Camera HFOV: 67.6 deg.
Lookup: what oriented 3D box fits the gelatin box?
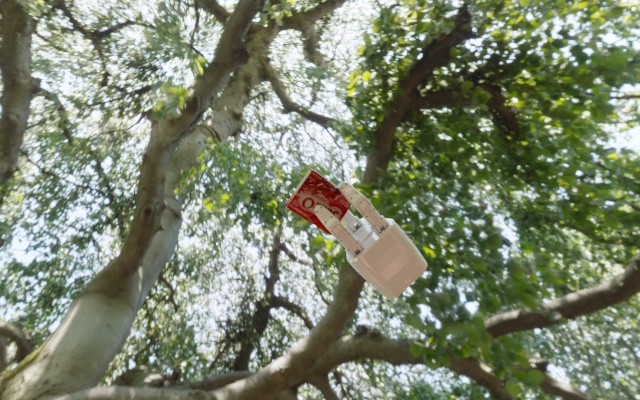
[{"bbox_3d":[0.000,0.002,0.772,0.089,0.073,0.030,34,5,-14],"label":"gelatin box"}]
